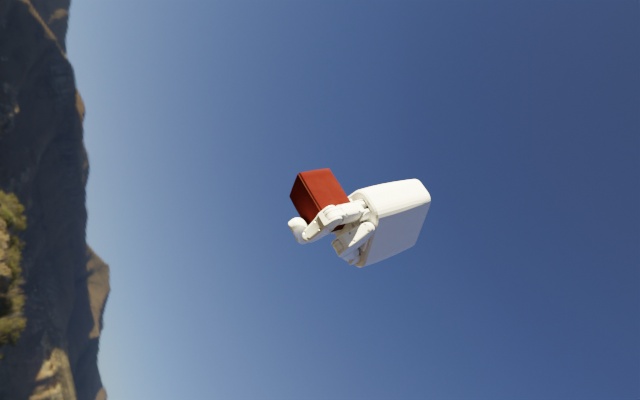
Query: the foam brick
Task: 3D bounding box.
[{"bbox_3d":[0.000,0.002,0.666,0.051,0.078,0.053,-15,-30,-31],"label":"foam brick"}]
